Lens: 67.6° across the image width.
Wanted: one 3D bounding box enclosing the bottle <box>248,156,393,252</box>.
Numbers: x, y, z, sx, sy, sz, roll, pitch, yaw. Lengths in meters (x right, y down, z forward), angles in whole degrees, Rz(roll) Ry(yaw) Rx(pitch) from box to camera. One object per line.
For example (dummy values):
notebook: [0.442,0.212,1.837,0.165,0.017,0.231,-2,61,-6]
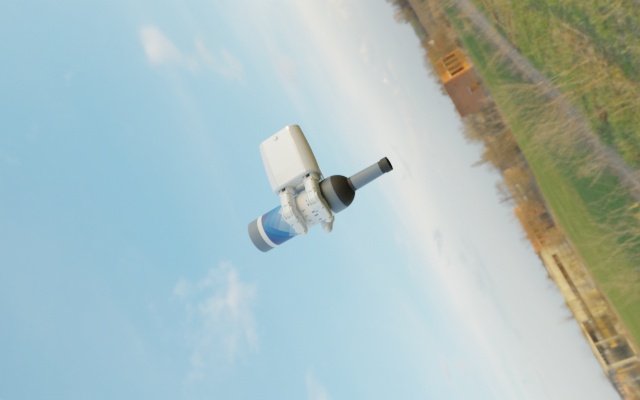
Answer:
bottle: [0.000,0.003,0.884,0.296,0.069,0.069,-30,-11,19]
